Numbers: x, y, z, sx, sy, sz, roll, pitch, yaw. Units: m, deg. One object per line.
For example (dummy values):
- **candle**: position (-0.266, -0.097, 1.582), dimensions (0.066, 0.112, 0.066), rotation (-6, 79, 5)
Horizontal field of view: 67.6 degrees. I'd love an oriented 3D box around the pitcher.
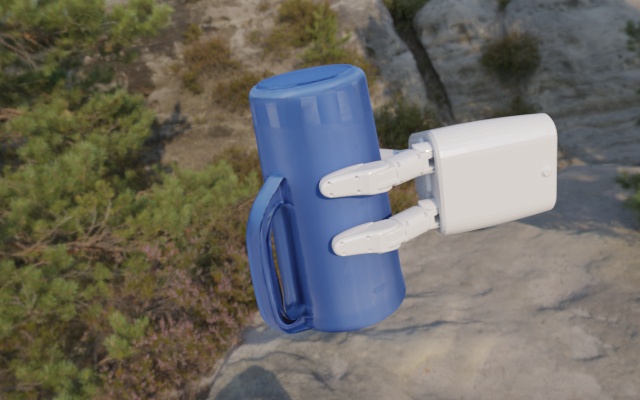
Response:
- **pitcher**: position (0.000, 0.001, 0.468), dimensions (0.145, 0.243, 0.149), rotation (-10, 22, 2)
